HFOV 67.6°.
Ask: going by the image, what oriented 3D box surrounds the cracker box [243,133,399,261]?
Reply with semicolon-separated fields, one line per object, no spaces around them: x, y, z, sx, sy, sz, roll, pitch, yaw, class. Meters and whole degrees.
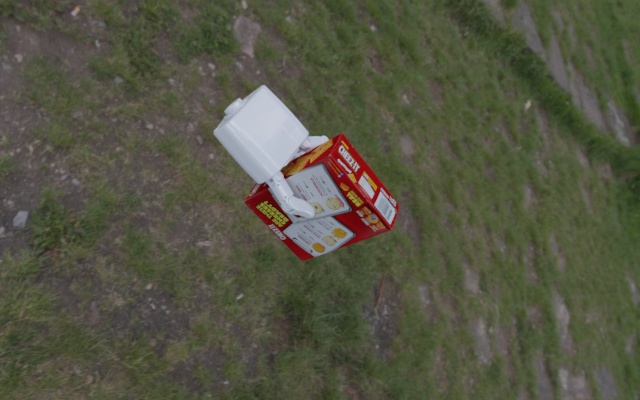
0.000;0.003;0.811;0.214;0.164;0.072;-24;26;40;cracker box
